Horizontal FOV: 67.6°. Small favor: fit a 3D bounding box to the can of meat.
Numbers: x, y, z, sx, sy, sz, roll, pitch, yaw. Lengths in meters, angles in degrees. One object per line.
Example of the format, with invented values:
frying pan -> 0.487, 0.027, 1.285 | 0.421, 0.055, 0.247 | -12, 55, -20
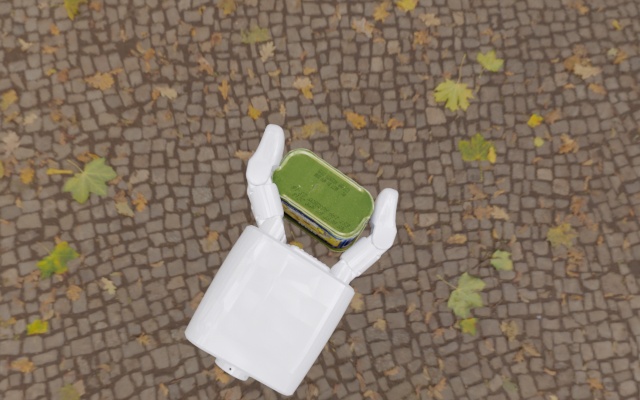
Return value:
can of meat -> 0.000, 0.001, 0.467 | 0.102, 0.057, 0.084 | 34, -11, 5
